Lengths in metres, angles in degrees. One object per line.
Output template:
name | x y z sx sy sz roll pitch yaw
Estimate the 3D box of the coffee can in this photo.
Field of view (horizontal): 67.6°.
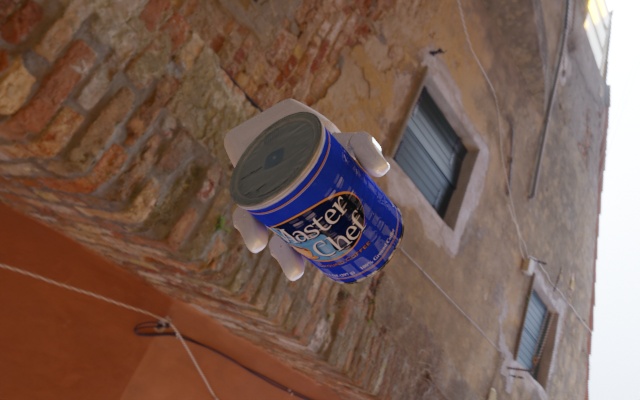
coffee can | 0.000 0.001 0.450 0.103 0.102 0.140 0 -34 45
